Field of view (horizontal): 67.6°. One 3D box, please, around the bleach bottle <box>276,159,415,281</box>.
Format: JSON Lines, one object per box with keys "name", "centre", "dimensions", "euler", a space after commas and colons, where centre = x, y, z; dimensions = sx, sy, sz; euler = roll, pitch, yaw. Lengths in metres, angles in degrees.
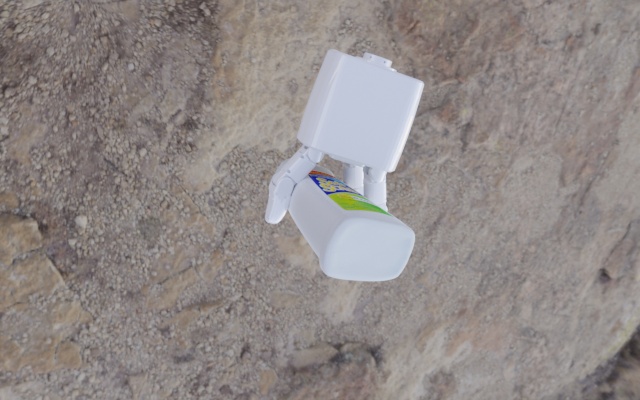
{"name": "bleach bottle", "centre": [0.000, 0.002, 0.559], "dimensions": [0.102, 0.068, 0.250], "euler": [10, 18, -30]}
